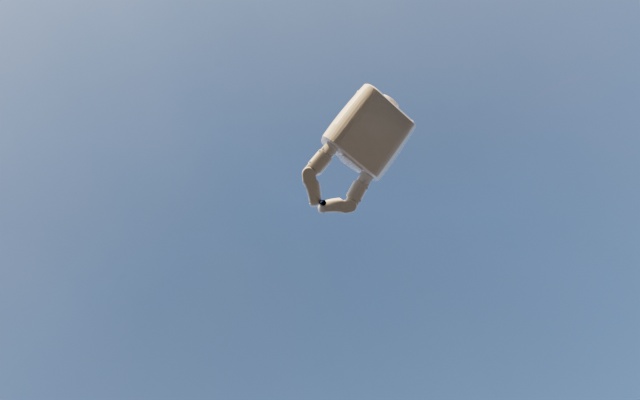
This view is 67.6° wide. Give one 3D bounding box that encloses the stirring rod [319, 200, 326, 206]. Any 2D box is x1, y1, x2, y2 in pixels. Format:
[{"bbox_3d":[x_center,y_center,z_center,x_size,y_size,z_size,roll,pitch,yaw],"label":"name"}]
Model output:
[{"bbox_3d":[0.000,0.002,0.764,0.011,0.011,0.239,0,0,-2],"label":"stirring rod"}]
